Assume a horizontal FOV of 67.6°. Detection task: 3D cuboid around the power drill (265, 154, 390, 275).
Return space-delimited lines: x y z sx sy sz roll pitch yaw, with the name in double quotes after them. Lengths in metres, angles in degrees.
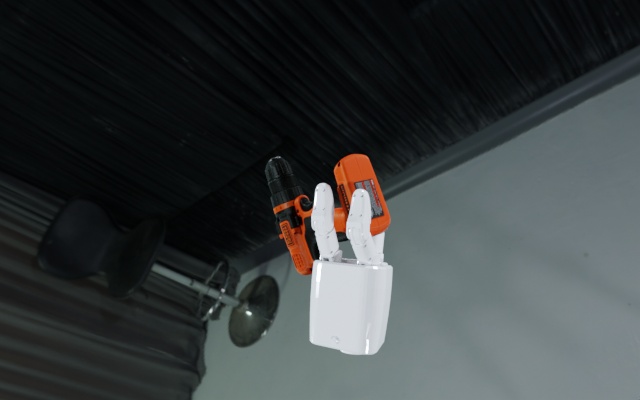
0.000 0.002 0.666 0.057 0.184 0.188 -17 -6 -39 "power drill"
